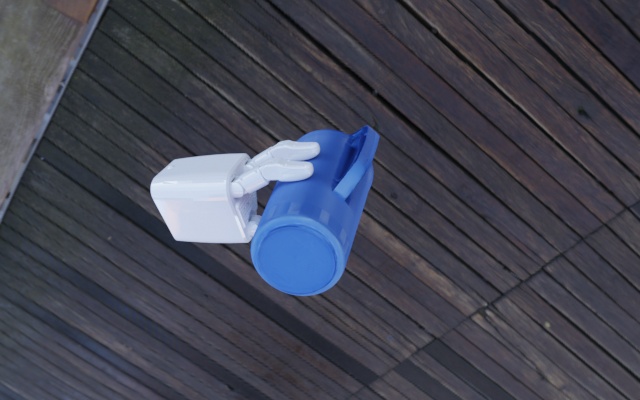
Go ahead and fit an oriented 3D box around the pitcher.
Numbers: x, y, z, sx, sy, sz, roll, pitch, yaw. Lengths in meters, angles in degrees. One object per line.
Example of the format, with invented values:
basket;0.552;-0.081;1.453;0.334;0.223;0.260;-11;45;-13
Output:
pitcher;0.000;0.002;0.618;0.145;0.149;0.242;1;28;10
